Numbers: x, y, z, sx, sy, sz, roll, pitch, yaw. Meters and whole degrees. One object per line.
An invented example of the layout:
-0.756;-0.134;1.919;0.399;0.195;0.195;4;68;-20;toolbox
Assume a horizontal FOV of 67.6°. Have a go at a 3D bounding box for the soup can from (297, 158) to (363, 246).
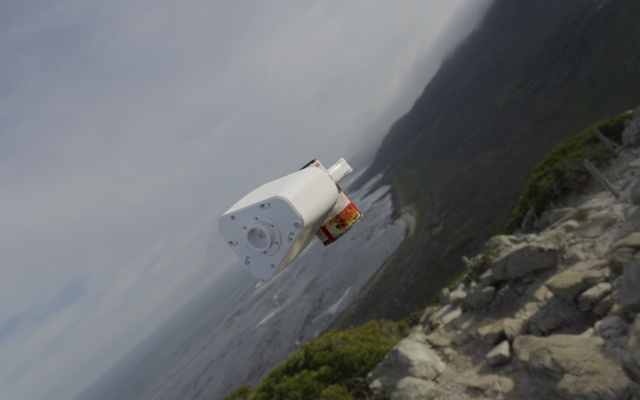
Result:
0.000;0.002;0.651;0.068;0.102;0.068;-39;2;1;soup can
